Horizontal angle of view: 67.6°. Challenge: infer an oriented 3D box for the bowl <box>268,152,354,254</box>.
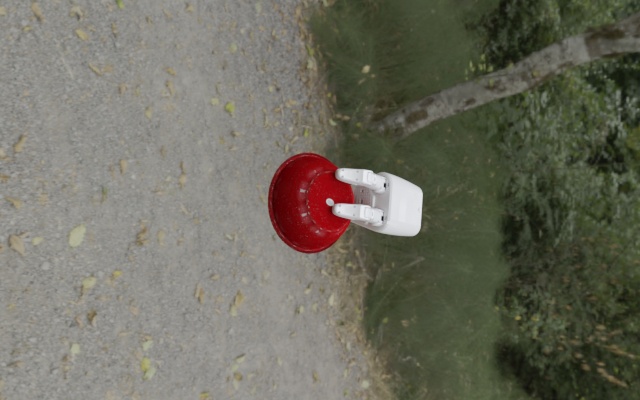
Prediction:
[{"bbox_3d":[-0.001,0.003,0.741,0.162,0.162,0.055,0,-3,-37],"label":"bowl"}]
